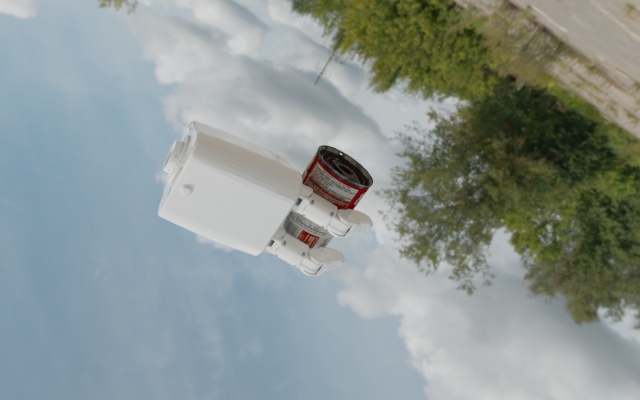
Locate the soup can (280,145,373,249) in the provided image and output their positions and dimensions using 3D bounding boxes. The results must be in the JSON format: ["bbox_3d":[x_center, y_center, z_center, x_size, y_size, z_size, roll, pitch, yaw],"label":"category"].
[{"bbox_3d":[0.000,0.002,0.511,0.068,0.102,0.068,29,24,-14],"label":"soup can"}]
